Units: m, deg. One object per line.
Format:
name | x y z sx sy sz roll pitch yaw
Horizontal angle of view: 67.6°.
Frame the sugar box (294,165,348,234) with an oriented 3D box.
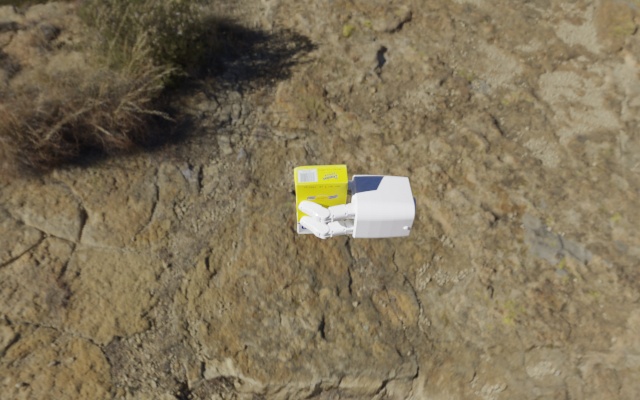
sugar box | 0.000 0.003 0.896 0.093 0.048 0.176 -2 -35 -2
